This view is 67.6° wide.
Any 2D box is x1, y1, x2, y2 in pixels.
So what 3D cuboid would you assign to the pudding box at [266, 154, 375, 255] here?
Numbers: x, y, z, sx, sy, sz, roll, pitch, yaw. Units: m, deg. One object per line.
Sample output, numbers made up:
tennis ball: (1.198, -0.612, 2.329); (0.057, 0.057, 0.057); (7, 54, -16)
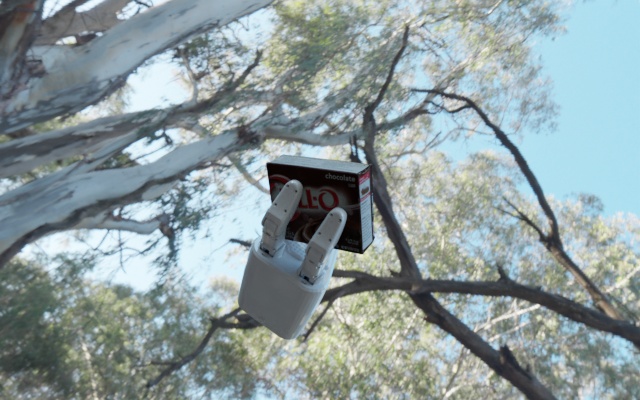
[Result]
pudding box: (0.000, 0.002, 0.509); (0.113, 0.090, 0.039); (7, 27, 27)
